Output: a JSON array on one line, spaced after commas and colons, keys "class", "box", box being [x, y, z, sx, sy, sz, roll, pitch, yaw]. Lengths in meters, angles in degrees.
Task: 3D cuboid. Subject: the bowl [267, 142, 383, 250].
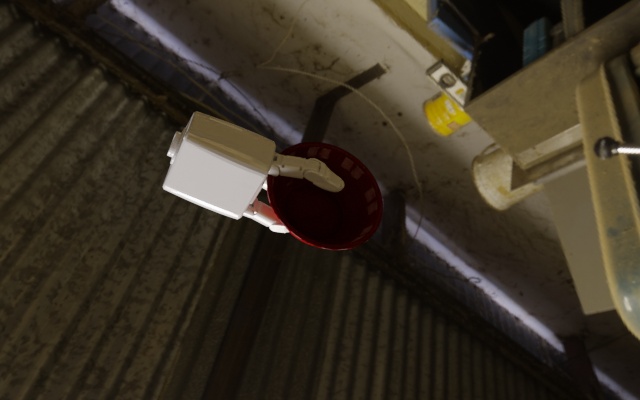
[{"class": "bowl", "box": [0.001, 0.003, 0.639, 0.162, 0.162, 0.055, 0, -29, -23]}]
